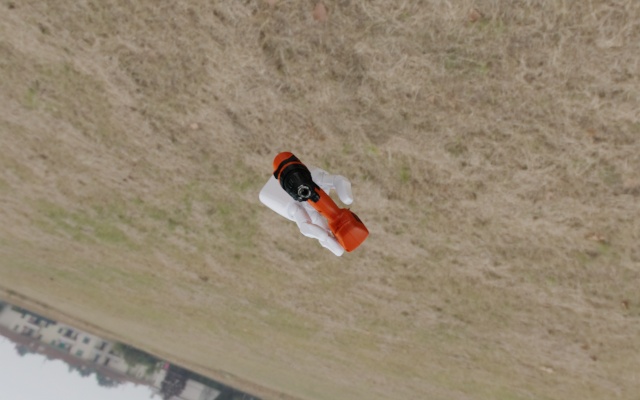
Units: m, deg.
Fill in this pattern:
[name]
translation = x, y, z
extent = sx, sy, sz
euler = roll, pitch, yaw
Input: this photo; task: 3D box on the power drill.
[power drill]
translation = 0.000, 0.003, 0.805
extent = 0.057, 0.188, 0.184
euler = -42, 23, 4
